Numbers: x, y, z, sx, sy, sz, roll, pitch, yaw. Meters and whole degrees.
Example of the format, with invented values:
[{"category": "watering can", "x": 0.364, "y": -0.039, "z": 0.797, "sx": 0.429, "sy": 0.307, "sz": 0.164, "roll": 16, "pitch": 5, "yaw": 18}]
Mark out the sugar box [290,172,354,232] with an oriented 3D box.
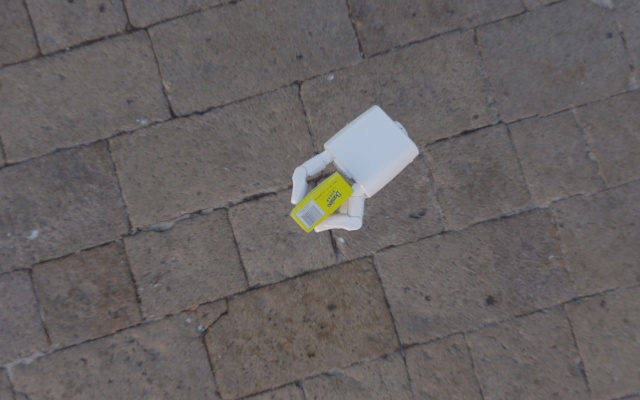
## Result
[{"category": "sugar box", "x": 0.001, "y": 0.003, "z": 0.767, "sx": 0.093, "sy": 0.048, "sz": 0.176, "roll": -41, "pitch": -1, "yaw": -1}]
